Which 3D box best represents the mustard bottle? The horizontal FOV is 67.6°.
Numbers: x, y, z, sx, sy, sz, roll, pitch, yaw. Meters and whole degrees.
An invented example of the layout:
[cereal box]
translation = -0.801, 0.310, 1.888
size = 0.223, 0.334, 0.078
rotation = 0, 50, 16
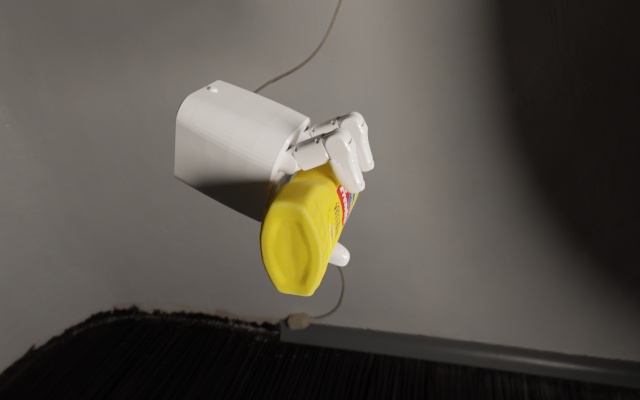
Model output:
[mustard bottle]
translation = 0.000, 0.002, 0.477
size = 0.058, 0.096, 0.191
rotation = 4, 28, 15
